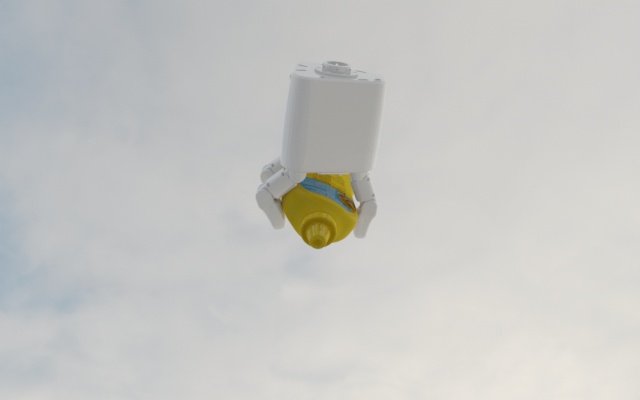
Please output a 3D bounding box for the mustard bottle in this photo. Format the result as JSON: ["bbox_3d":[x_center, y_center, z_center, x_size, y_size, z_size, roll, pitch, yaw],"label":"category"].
[{"bbox_3d":[0.000,0.002,0.594,0.096,0.058,0.191,29,23,-12],"label":"mustard bottle"}]
